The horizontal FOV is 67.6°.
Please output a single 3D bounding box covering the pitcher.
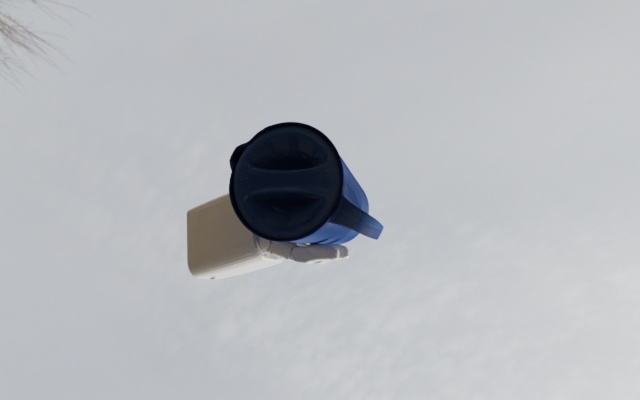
[{"bbox_3d":[0.000,0.002,0.623,0.145,0.149,0.243,-20,-14,12],"label":"pitcher"}]
